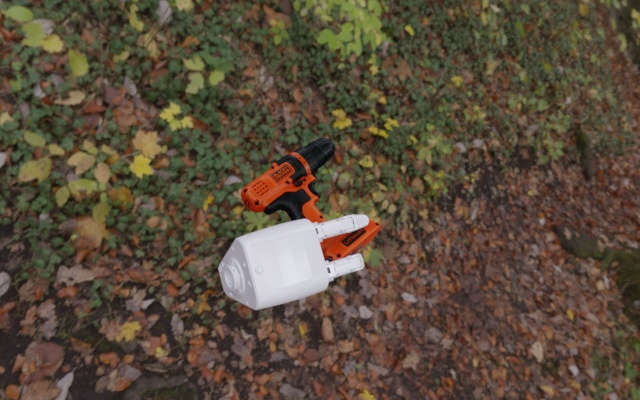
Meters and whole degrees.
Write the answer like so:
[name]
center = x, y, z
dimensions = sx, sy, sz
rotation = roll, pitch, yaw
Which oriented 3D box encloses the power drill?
[power drill]
center = 0.000, 0.003, 0.736
dimensions = 0.184, 0.187, 0.057
rotation = -38, -16, -26
